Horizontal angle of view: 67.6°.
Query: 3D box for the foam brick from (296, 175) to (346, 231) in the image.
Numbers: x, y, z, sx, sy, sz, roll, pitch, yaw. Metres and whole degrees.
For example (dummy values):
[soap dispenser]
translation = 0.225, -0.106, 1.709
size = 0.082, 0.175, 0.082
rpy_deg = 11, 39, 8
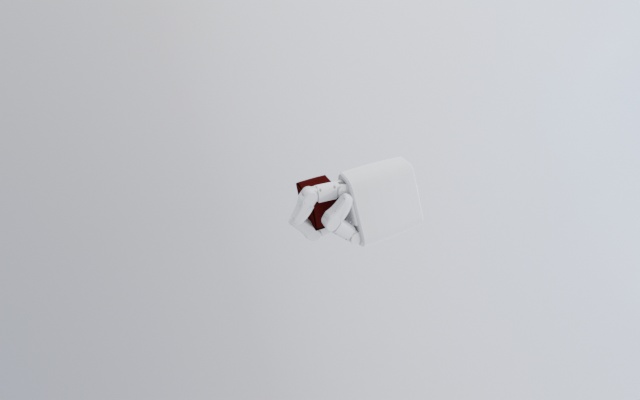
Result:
[foam brick]
translation = 0.000, 0.002, 0.758
size = 0.051, 0.053, 0.078
rpy_deg = -18, 32, -12
